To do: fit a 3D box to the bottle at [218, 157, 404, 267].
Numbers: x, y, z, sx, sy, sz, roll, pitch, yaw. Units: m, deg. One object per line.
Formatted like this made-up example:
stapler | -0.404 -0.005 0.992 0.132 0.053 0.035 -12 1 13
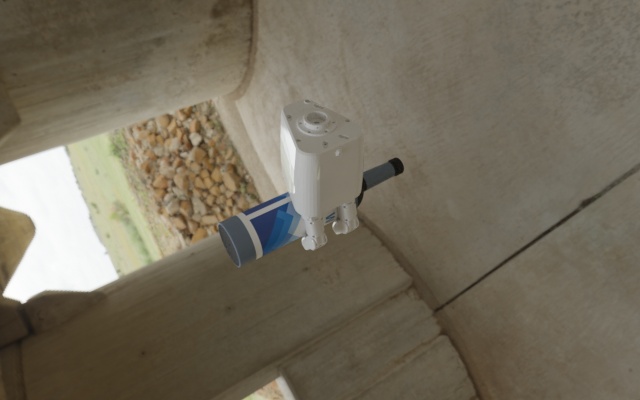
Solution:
bottle | 0.000 0.002 0.695 0.295 0.069 0.069 -25 10 -23
